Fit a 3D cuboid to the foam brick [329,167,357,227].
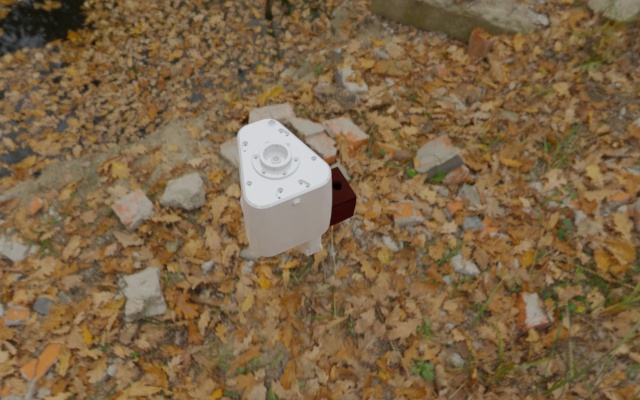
[{"bbox_3d":[0.000,0.002,0.611,0.078,0.053,0.051,-22,-28,-15],"label":"foam brick"}]
